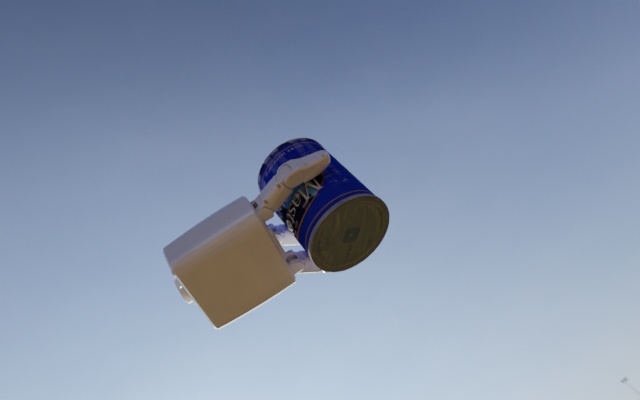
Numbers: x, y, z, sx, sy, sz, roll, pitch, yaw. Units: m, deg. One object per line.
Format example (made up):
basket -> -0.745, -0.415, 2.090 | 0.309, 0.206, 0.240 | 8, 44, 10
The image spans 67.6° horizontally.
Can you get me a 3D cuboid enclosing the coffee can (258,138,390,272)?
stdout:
coffee can -> 0.000, 0.002, 0.570 | 0.103, 0.103, 0.140 | 0, 32, -36
